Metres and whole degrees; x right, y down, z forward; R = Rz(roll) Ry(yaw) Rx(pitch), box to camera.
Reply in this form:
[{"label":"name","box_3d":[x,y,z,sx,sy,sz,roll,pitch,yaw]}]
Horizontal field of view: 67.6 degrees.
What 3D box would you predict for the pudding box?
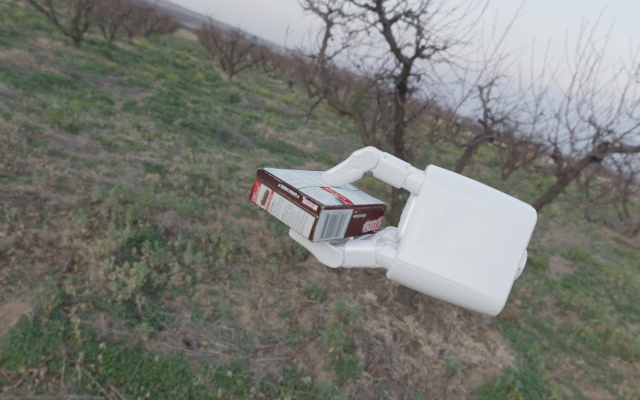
[{"label":"pudding box","box_3d":[0.000,0.001,0.476,0.090,0.039,0.113,30,17,34]}]
